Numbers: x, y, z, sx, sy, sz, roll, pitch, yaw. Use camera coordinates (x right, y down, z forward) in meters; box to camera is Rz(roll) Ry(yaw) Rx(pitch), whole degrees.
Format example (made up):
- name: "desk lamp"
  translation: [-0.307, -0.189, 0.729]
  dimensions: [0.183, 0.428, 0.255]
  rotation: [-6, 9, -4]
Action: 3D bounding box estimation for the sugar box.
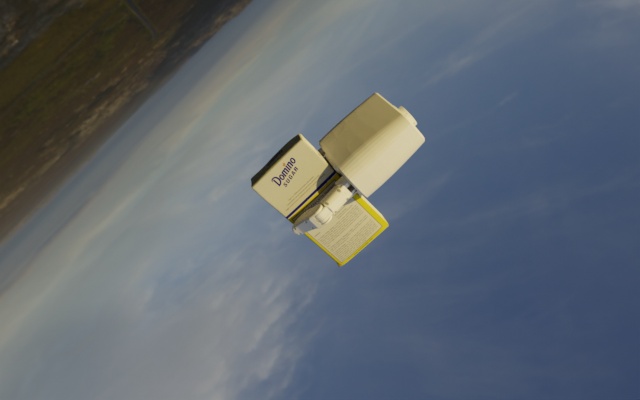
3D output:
- name: "sugar box"
  translation: [0.000, 0.002, 0.649]
  dimensions: [0.176, 0.093, 0.048]
  rotation: [44, 9, -20]
